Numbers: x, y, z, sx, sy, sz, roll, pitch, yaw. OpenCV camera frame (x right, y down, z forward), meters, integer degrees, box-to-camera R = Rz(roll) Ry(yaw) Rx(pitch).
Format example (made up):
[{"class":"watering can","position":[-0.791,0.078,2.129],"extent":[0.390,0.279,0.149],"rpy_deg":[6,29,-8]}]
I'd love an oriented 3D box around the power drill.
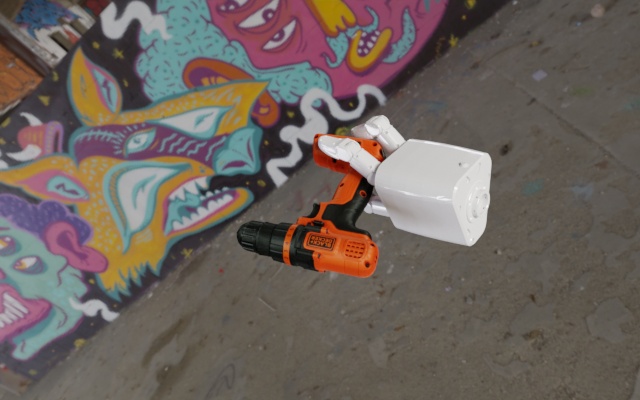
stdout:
[{"class":"power drill","position":[0.000,0.002,0.626],"extent":[0.184,0.187,0.057],"rpy_deg":[11,-27,16]}]
